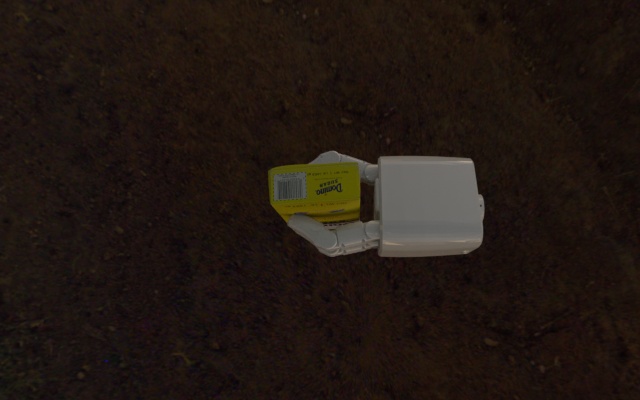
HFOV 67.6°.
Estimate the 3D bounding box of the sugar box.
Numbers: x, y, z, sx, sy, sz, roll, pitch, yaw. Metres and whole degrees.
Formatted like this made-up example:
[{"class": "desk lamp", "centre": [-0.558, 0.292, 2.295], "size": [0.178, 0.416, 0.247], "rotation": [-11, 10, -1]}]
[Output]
[{"class": "sugar box", "centre": [0.000, 0.002, 0.560], "size": [0.093, 0.048, 0.176], "rotation": [-3, -15, 5]}]
